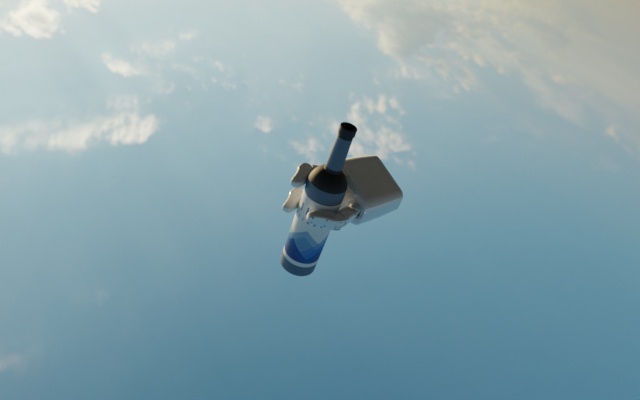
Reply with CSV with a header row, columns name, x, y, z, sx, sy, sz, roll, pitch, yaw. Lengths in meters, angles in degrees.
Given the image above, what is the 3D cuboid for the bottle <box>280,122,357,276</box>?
name,x,y,z,sx,sy,sz,roll,pitch,yaw
bottle,0.000,0.003,0.796,0.069,0.296,0.069,14,36,-10
